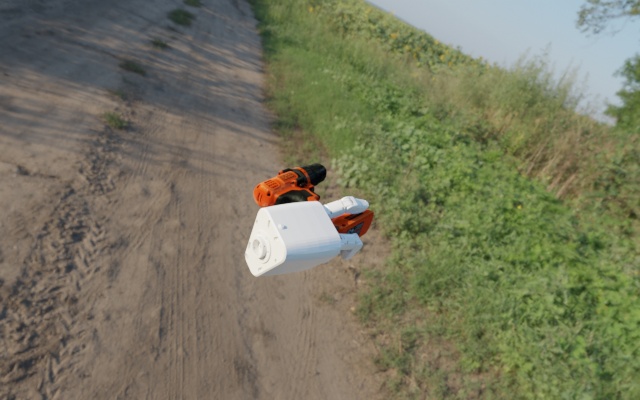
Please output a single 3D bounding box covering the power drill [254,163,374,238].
[{"bbox_3d":[0.000,0.003,0.865,0.187,0.057,0.184,33,37,25],"label":"power drill"}]
